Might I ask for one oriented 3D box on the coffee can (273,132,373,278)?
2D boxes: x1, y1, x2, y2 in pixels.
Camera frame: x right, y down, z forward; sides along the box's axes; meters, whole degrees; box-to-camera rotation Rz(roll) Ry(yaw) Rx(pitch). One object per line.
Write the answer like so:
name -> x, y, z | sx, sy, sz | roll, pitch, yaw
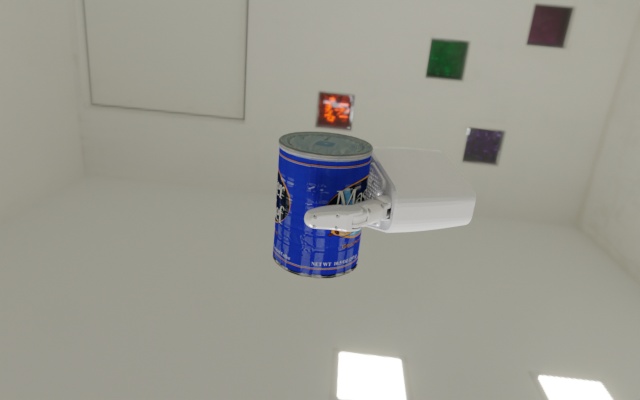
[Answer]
coffee can -> 0.000, 0.002, 0.542 | 0.103, 0.140, 0.102 | 5, 21, -2
